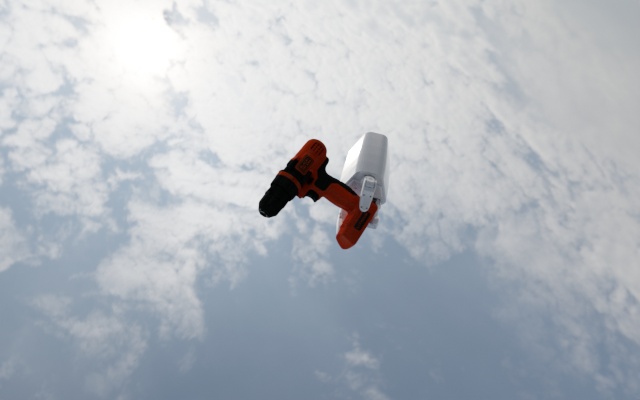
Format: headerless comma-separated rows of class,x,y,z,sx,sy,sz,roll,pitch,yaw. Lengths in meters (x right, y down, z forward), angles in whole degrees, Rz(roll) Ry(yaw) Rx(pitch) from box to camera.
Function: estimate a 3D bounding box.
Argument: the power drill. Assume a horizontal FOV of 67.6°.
power drill,0.001,0.003,0.869,0.188,0.184,0.057,42,-26,-10
